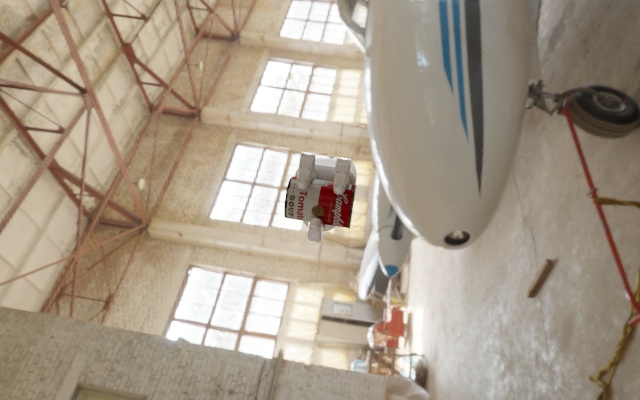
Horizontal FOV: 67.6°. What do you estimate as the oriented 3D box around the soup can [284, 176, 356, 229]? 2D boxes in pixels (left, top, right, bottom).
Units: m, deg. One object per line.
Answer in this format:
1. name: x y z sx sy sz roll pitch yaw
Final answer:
1. soup can: 0.000 0.003 0.733 0.102 0.068 0.068 9 1 4
